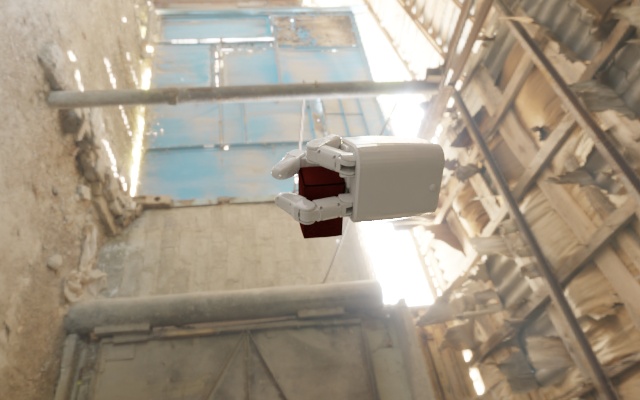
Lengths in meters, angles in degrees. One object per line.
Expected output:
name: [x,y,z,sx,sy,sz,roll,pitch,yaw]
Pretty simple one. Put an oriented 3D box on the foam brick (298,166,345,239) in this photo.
foam brick: [0.000,0.002,0.604,0.051,0.078,0.053,-4,31,-9]
